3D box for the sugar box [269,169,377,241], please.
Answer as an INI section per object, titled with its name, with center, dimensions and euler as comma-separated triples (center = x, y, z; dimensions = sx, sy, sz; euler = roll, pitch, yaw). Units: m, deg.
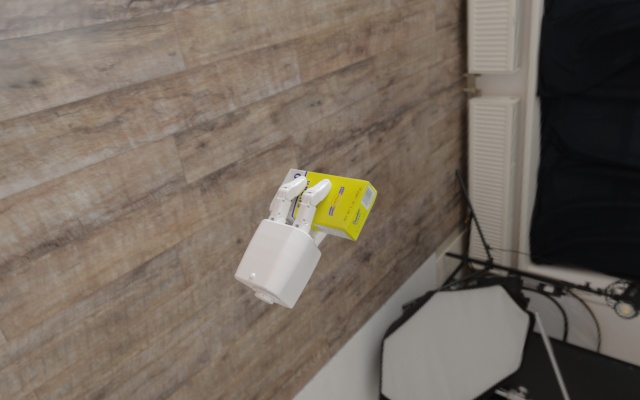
[sugar box]
center = 0.000, 0.003, 0.809
dimensions = 0.176, 0.093, 0.048
euler = 12, -23, 37
